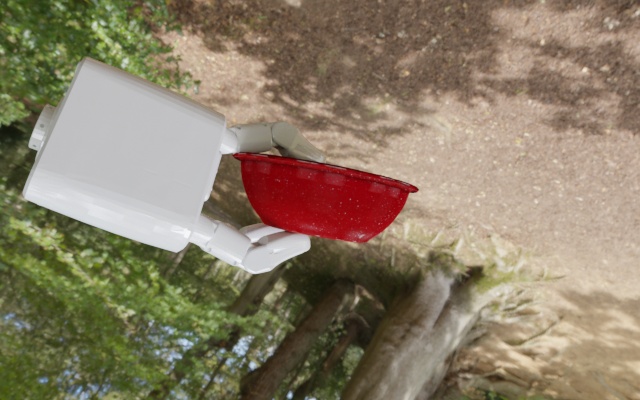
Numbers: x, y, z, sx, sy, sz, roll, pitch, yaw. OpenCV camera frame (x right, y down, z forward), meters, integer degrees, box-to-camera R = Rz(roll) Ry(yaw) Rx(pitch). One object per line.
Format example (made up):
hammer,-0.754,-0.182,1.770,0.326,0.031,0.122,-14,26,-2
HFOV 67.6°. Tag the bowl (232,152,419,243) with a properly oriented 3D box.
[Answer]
bowl,0.001,0.002,0.414,0.162,0.055,0.162,10,-1,0
